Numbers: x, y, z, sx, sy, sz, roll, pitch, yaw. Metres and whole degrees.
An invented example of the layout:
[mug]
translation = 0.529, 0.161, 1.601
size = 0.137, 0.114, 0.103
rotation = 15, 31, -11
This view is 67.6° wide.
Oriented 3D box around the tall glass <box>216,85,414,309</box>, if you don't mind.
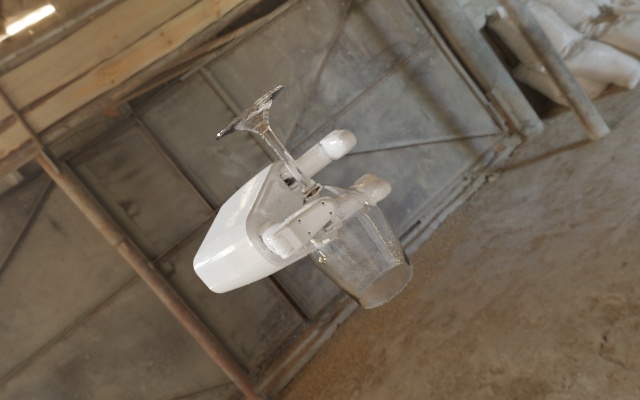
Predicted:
[tall glass]
translation = 0.000, 0.001, 0.424
size = 0.079, 0.201, 0.079
rotation = -37, 9, 7
